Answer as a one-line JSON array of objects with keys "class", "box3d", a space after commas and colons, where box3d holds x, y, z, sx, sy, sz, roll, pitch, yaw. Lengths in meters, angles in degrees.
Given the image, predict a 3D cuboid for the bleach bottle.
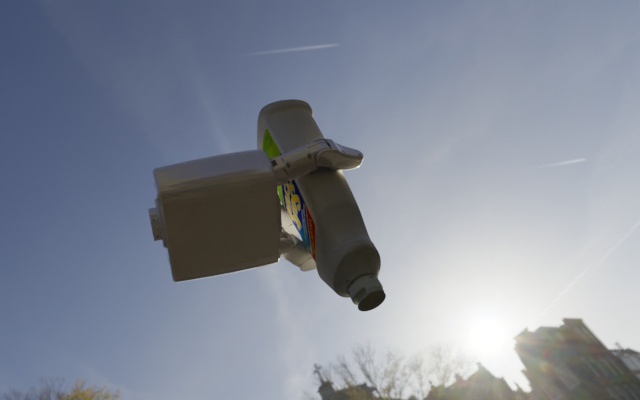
[{"class": "bleach bottle", "box3d": [0.000, 0.002, 0.500, 0.068, 0.103, 0.250, -11, 46, -20]}]
